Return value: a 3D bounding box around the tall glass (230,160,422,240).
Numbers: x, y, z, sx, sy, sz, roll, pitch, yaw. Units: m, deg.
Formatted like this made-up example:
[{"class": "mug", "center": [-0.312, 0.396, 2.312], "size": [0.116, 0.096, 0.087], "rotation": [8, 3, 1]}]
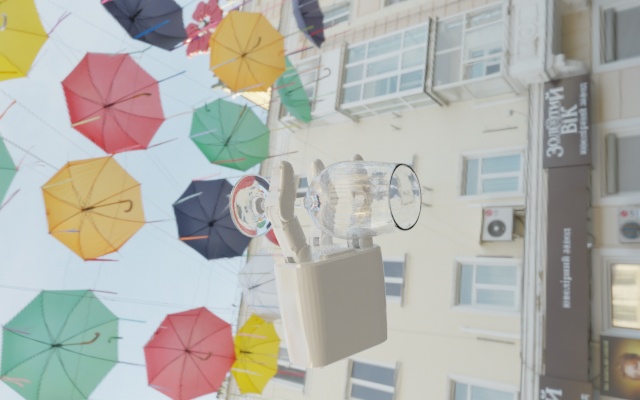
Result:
[{"class": "tall glass", "center": [-0.001, 0.002, 0.494], "size": [0.201, 0.079, 0.079], "rotation": [-4, -3, 39]}]
